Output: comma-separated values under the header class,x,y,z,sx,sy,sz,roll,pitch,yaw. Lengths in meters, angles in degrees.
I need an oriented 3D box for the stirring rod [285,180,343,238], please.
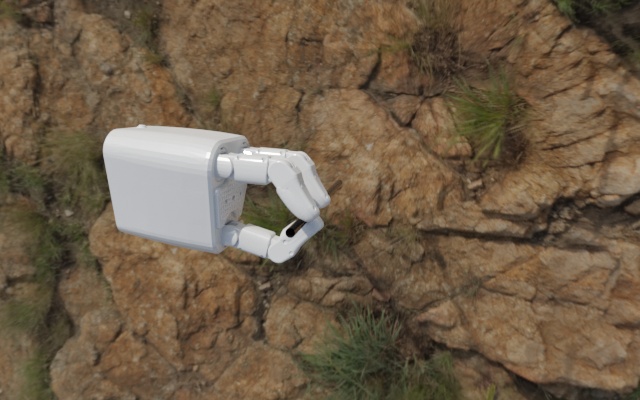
class,x,y,z,sx,sy,sz,roll,pitch,yaw
stirring rod,0.000,0.002,0.493,0.011,0.011,0.239,0,12,12
